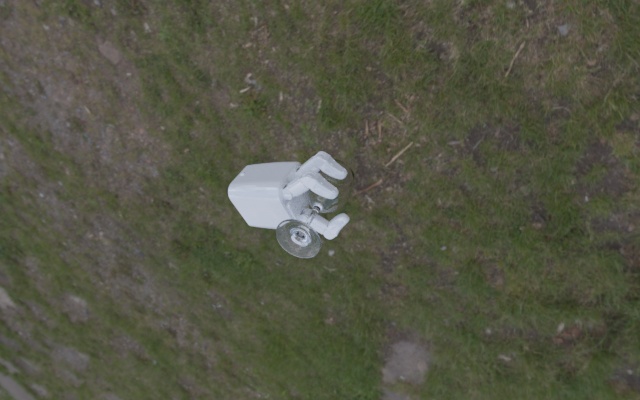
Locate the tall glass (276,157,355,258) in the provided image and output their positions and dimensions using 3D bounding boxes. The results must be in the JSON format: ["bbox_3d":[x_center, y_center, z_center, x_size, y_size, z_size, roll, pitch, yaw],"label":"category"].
[{"bbox_3d":[0.000,0.003,0.796,0.079,0.079,0.201,0,34,25],"label":"tall glass"}]
